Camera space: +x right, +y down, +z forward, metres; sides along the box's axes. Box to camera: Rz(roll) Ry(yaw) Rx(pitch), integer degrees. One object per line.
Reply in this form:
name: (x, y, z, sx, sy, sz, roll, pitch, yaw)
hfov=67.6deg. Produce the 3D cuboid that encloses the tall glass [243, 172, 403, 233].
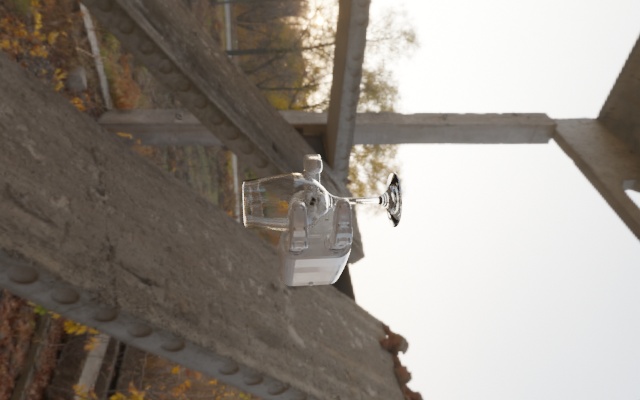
tall glass: (0.001, 0.002, 0.627, 0.201, 0.079, 0.079, -1, 0, -7)
